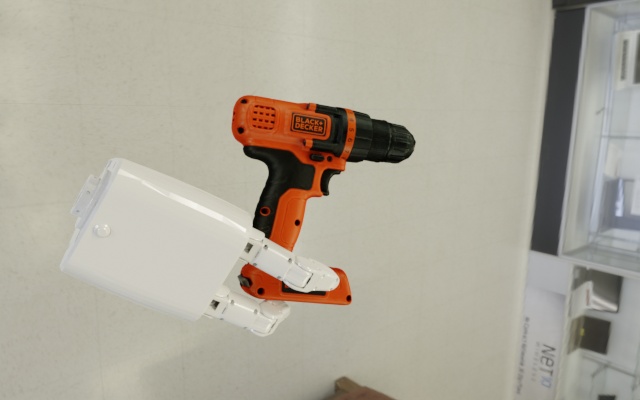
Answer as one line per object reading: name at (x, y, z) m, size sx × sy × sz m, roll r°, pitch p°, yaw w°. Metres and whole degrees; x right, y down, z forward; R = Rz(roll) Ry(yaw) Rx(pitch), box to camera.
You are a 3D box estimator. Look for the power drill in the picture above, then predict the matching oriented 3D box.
power drill at (0.000, 0.002, 0.457) m, size 0.184 × 0.187 × 0.057 m, roll 7°, pitch -5°, yaw -16°
